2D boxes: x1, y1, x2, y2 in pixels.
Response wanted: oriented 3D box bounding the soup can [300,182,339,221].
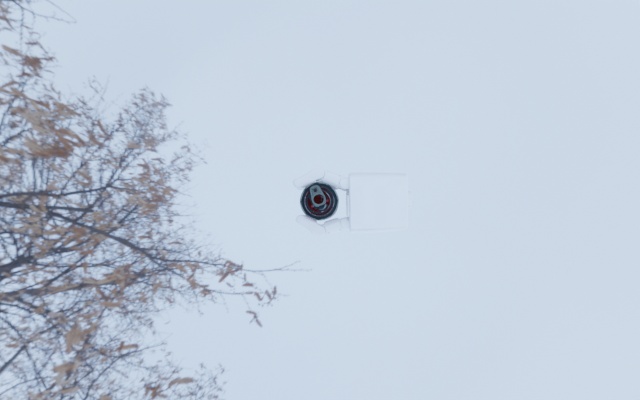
[{"bbox_3d":[0.000,0.003,0.878,0.068,0.068,0.102,0,-2,2],"label":"soup can"}]
